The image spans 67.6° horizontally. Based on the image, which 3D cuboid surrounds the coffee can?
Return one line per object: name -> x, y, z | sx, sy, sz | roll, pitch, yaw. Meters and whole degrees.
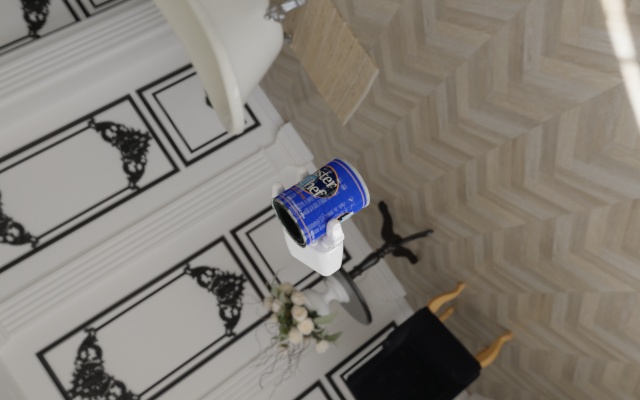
coffee can -> 0.000, 0.003, 0.833 | 0.140, 0.103, 0.103 | -33, 11, -17
